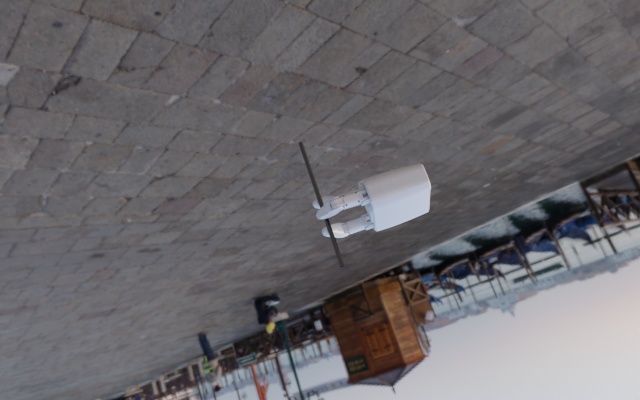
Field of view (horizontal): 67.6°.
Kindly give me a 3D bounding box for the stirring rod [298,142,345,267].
[{"bbox_3d":[0.000,0.003,0.843,0.011,0.239,0.011,-17,-17,-5],"label":"stirring rod"}]
